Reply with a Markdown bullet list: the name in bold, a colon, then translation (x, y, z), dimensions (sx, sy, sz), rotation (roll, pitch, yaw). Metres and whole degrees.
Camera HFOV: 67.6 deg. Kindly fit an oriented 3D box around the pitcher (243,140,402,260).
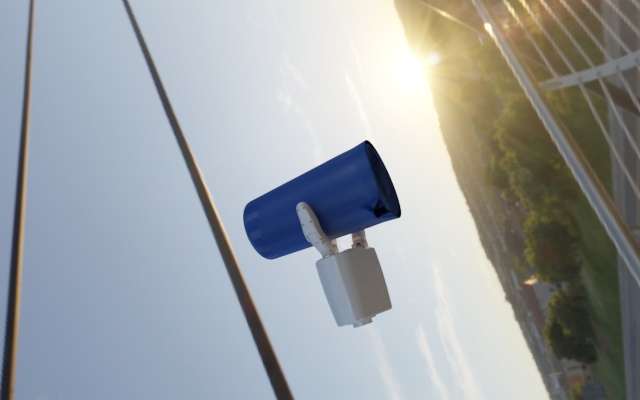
- **pitcher**: translation (0.000, 0.003, 0.788), dimensions (0.243, 0.145, 0.149), rotation (-23, -12, 18)
